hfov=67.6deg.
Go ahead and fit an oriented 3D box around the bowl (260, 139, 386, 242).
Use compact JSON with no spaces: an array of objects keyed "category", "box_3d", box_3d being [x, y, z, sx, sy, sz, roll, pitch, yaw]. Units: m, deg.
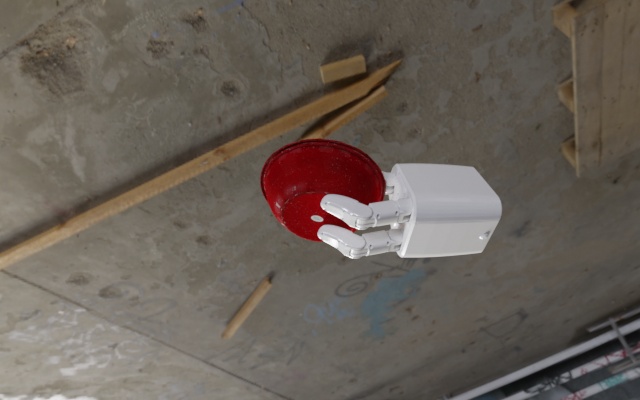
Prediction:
[{"category":"bowl","box_3d":[-0.001,0.002,0.595,0.162,0.055,0.162,4,-43,4]}]
